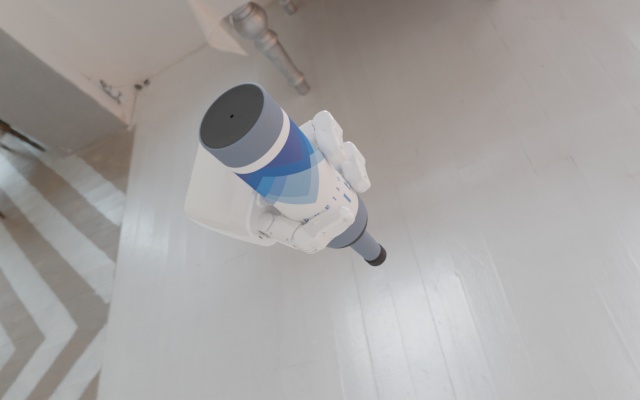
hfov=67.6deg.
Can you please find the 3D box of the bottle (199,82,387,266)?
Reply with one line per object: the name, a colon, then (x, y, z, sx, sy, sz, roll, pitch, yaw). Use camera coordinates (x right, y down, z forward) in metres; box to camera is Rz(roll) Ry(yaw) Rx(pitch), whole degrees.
bottle: (0.000, 0.001, 0.484, 0.069, 0.069, 0.296, 0, -28, 32)
